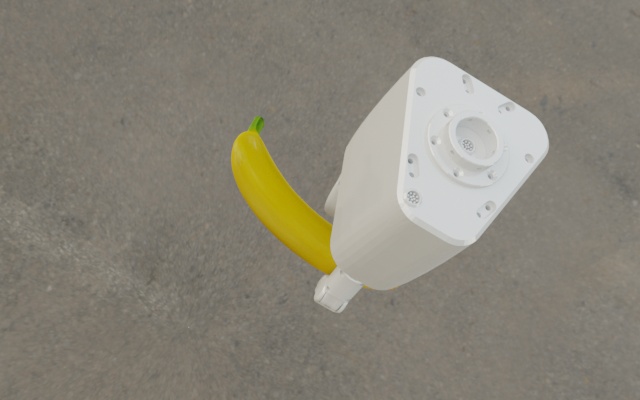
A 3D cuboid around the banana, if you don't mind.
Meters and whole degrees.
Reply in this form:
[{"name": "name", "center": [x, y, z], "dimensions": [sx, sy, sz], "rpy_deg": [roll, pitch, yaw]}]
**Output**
[{"name": "banana", "center": [-0.016, 0.008, 0.396], "dimensions": [0.069, 0.197, 0.037], "rpy_deg": [-34, -12, -29]}]
